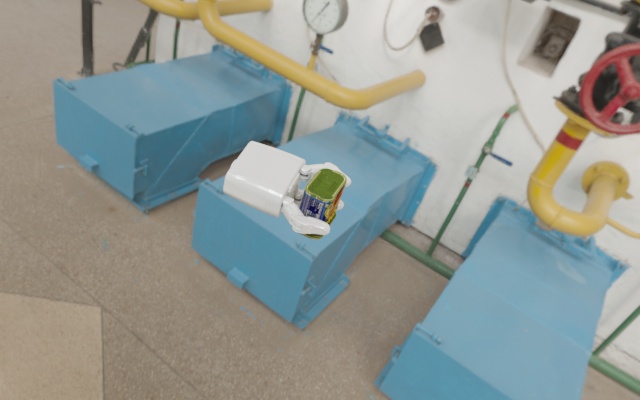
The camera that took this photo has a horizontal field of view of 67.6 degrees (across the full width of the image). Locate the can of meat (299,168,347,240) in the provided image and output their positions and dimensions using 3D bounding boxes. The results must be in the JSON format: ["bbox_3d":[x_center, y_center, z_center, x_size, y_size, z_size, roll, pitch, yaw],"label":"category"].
[{"bbox_3d":[0.000,0.002,0.817,0.057,0.084,0.102,24,35,9],"label":"can of meat"}]
